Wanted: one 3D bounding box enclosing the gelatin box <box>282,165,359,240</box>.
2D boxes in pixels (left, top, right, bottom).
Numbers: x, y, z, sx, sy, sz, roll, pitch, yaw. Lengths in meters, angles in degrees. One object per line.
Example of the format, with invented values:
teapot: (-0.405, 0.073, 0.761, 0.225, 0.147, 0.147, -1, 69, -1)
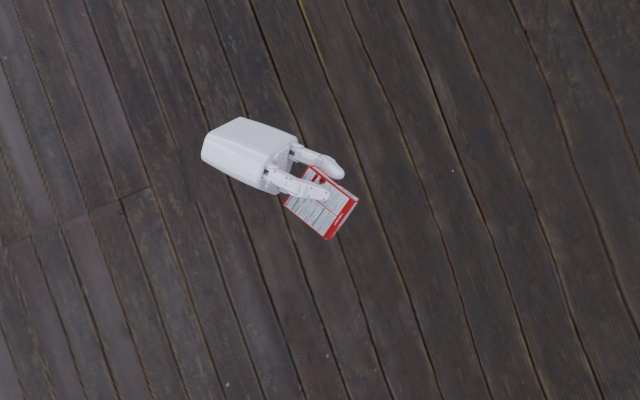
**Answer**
gelatin box: (0.000, 0.003, 0.702, 0.089, 0.073, 0.030, 38, 14, 15)
